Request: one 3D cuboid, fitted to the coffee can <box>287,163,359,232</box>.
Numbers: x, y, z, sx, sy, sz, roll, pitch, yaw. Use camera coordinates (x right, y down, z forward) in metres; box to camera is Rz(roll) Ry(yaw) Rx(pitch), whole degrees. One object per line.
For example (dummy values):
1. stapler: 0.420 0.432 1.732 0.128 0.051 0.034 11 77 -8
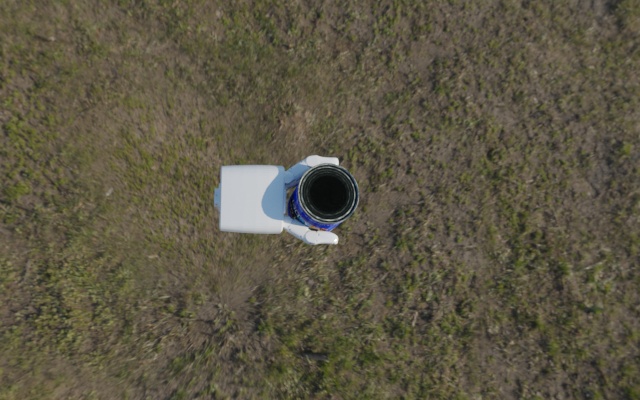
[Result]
1. coffee can: 0.000 0.003 0.839 0.103 0.102 0.140 0 -12 -11
